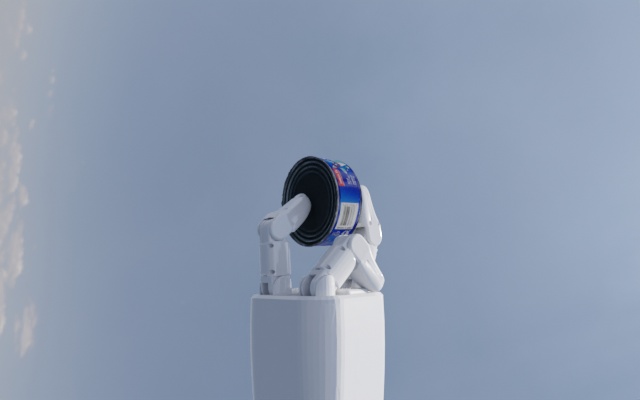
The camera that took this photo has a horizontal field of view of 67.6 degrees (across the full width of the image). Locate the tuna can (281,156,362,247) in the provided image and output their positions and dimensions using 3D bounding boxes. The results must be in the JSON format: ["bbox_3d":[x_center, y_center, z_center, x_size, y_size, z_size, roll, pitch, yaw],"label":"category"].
[{"bbox_3d":[0.001,0.001,0.461,0.034,0.086,0.086,3,-2,-39],"label":"tuna can"}]
